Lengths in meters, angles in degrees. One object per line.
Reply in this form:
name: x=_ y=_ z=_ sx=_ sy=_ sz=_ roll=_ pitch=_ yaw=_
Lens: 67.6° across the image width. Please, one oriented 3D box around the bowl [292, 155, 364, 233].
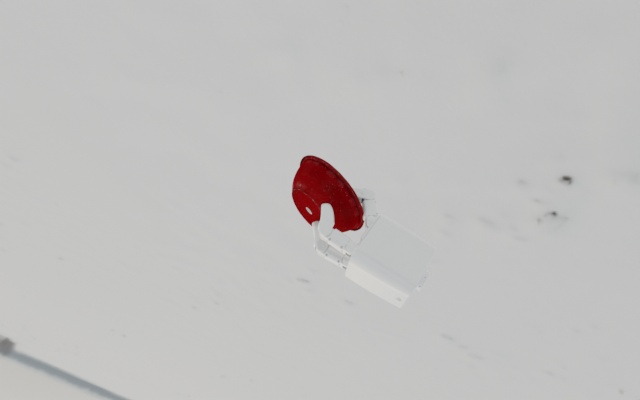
bowl: x=-0.001 y=0.002 z=0.832 sx=0.055 sy=0.162 sz=0.162 roll=-38 pitch=17 yaw=-22
